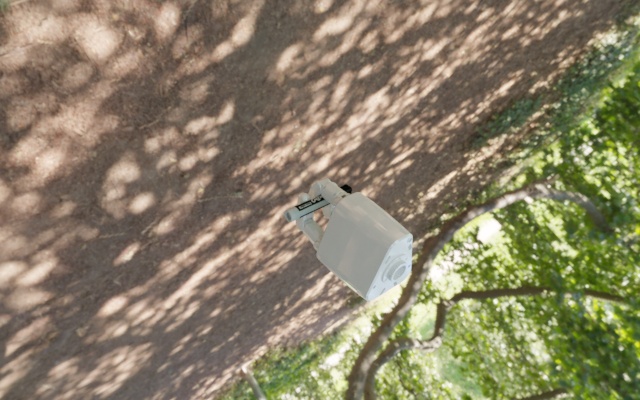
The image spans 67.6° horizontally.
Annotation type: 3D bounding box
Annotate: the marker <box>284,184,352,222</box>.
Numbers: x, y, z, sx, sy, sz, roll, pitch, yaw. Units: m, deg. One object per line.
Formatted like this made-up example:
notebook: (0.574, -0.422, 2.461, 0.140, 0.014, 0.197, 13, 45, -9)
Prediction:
marker: (0.000, 0.002, 0.709, 0.121, 0.020, 0.020, -24, 13, -33)
